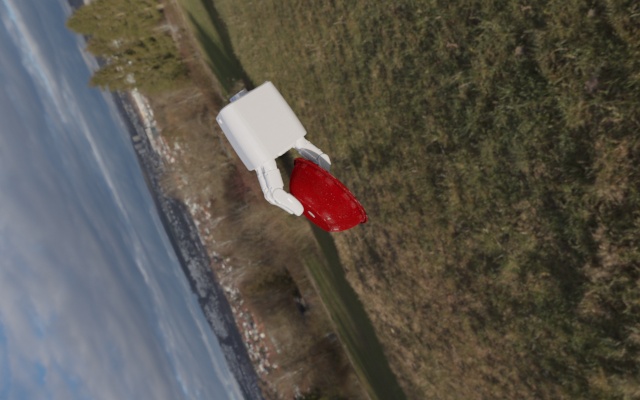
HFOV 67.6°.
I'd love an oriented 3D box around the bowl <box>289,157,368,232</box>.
[{"bbox_3d":[0.001,0.004,0.801,0.162,0.055,0.162,38,-13,11],"label":"bowl"}]
